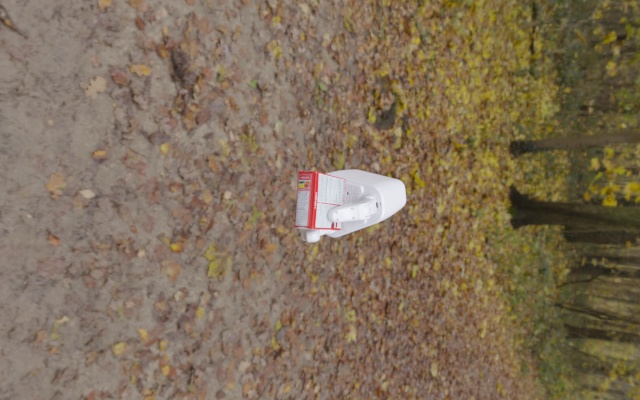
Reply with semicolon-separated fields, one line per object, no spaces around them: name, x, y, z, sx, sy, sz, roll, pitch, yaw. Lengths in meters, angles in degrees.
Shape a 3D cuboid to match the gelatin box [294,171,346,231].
gelatin box;0.000;0.002;0.633;0.030;0.073;0.089;3;-2;28
